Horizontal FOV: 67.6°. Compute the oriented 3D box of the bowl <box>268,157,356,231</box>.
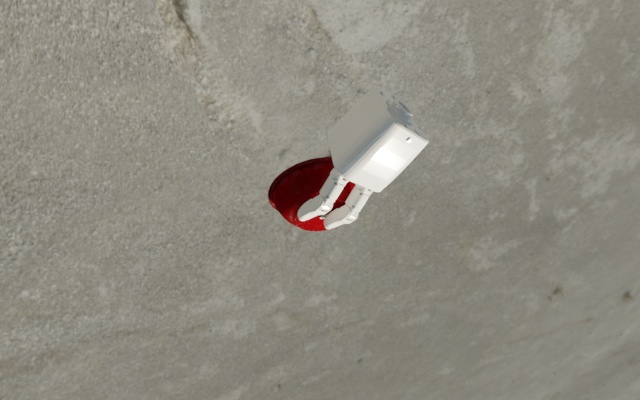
[{"bbox_3d":[0.000,0.004,0.758,0.162,0.055,0.162,-10,-32,-6],"label":"bowl"}]
